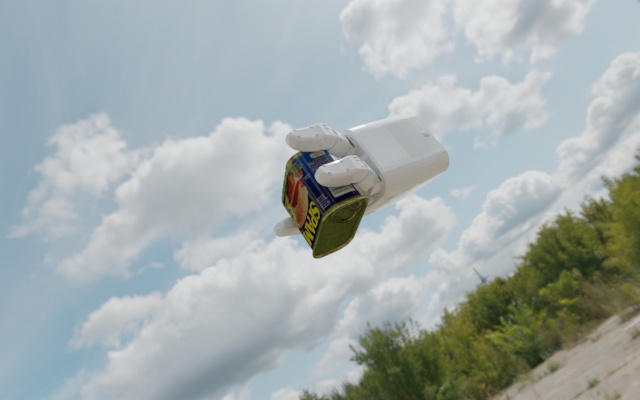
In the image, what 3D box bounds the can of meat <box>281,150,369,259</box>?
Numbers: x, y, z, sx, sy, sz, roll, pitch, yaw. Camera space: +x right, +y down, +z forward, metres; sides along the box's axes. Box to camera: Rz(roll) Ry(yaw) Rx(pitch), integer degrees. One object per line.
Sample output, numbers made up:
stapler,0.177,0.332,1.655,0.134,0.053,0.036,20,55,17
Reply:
can of meat,0.000,0.002,0.535,0.057,0.084,0.102,-22,-29,-25
